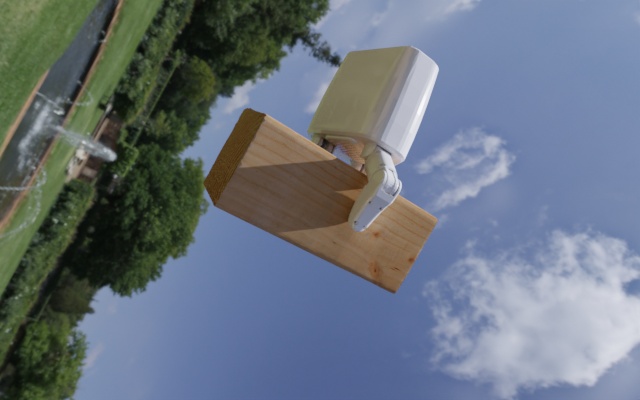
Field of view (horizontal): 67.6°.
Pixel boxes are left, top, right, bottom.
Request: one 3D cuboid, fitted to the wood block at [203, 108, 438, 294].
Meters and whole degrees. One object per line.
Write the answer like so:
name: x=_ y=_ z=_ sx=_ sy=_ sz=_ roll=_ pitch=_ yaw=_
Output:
wood block: x=0.000 y=0.001 z=0.476 sx=0.206 sy=0.090 sz=0.090 roll=29 pitch=3 yaw=-24
